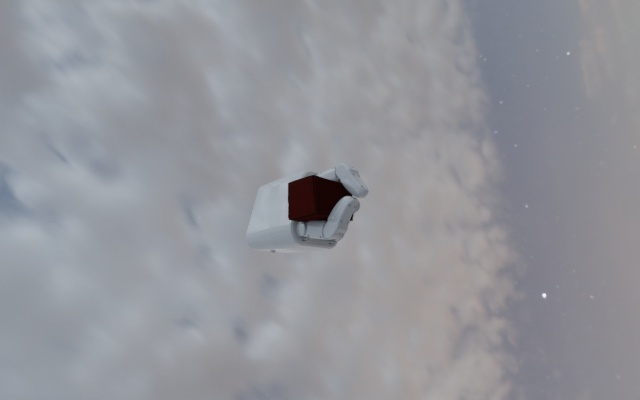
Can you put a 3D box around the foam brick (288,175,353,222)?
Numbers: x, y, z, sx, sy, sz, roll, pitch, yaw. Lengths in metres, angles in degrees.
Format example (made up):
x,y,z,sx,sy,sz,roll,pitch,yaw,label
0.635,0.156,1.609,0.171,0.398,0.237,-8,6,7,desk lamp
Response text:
x,y,z,sx,sy,sz,roll,pitch,yaw,label
0.000,0.002,0.640,0.051,0.053,0.078,-12,-17,41,foam brick
